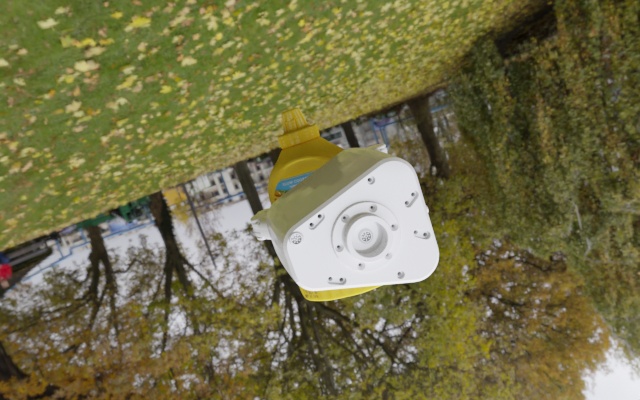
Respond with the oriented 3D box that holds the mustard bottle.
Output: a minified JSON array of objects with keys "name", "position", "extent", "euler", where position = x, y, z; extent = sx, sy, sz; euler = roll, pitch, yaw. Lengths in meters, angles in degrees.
[{"name":"mustard bottle","position":[0.000,0.002,0.480],"extent":[0.096,0.192,0.058],"euler":[-15,11,17]}]
